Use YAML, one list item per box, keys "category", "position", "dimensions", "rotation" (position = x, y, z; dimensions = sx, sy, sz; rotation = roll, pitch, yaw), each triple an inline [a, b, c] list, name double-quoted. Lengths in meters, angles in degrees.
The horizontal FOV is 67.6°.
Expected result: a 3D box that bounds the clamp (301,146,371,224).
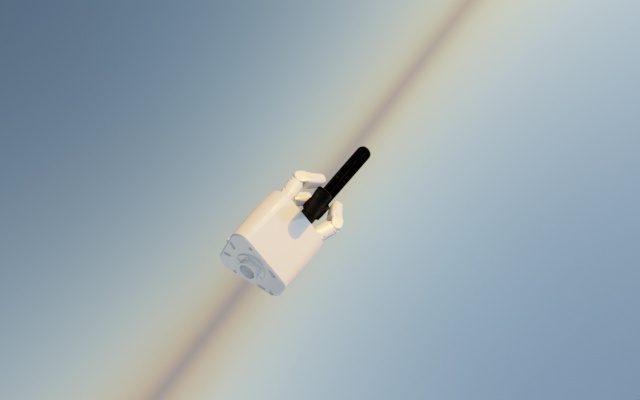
- category: "clamp"
  position: [0.000, 0.004, 0.784]
  dimensions: [0.164, 0.036, 0.210]
  rotation: [-45, -4, -43]
